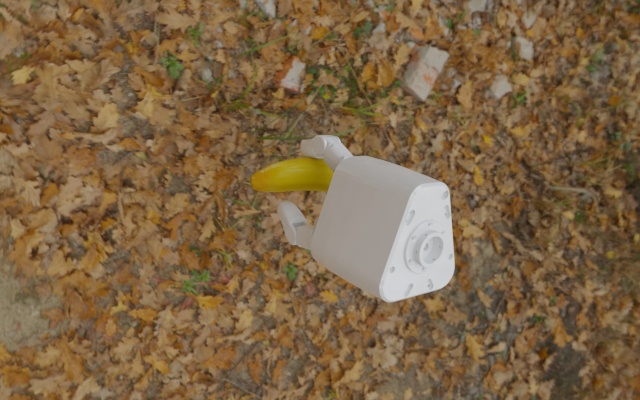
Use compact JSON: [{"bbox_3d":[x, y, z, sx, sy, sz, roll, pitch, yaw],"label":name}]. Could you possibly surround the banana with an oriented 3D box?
[{"bbox_3d":[0.011,-0.014,0.561,0.198,0.069,0.037,23,6,-39],"label":"banana"}]
